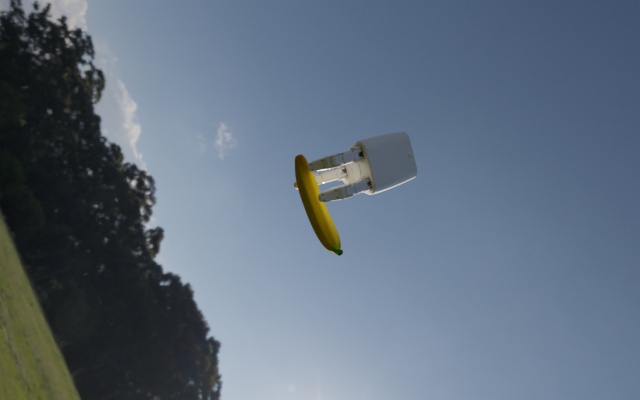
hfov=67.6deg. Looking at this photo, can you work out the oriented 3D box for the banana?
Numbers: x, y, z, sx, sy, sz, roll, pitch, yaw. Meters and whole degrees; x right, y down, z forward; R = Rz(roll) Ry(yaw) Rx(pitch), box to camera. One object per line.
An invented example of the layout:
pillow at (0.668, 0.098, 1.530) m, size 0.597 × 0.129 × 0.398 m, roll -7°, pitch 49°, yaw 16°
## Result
banana at (-0.003, 0.013, 0.850) m, size 0.037 × 0.197 × 0.070 m, roll -17°, pitch -18°, yaw -23°
